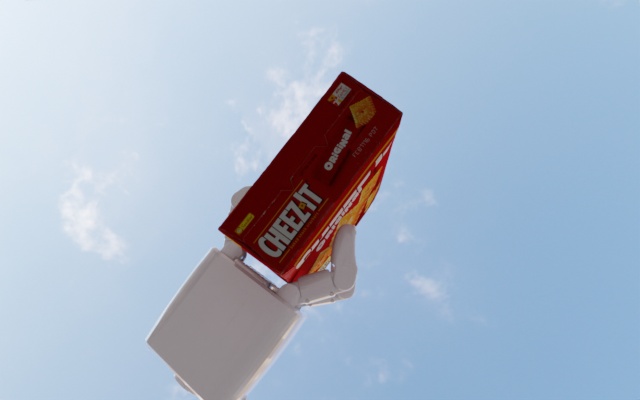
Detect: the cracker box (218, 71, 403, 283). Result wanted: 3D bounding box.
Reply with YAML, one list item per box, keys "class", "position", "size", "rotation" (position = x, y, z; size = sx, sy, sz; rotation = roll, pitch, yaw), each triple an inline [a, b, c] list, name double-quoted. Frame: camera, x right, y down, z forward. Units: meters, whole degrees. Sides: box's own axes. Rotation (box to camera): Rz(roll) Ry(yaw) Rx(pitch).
- class: "cracker box"
  position: [0.000, 0.001, 0.469]
  size: [0.072, 0.164, 0.214]
  rotation: [35, -10, 9]
